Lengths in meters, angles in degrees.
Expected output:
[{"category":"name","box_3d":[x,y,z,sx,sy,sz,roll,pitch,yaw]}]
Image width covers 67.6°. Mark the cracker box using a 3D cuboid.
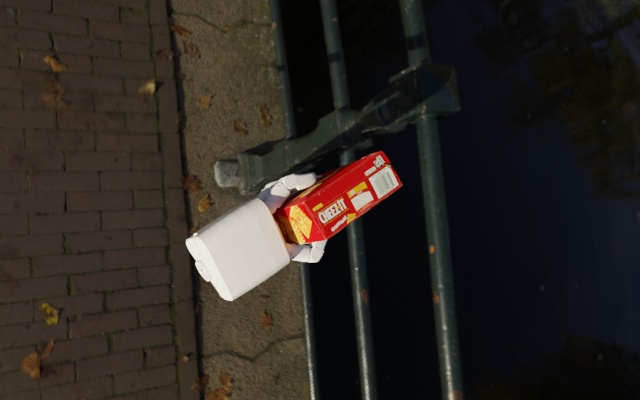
[{"category":"cracker box","box_3d":[0.000,0.003,0.766,0.164,0.072,0.214,-34,9,-28]}]
